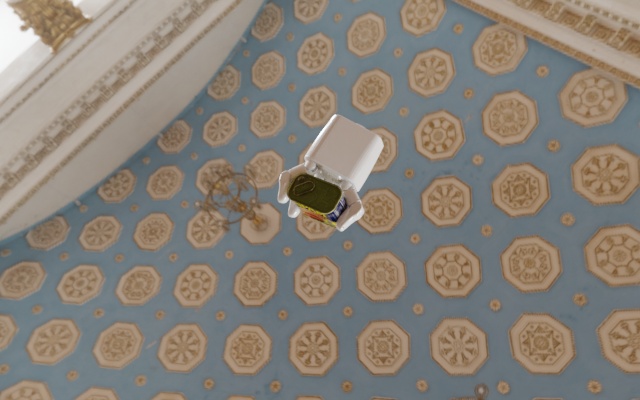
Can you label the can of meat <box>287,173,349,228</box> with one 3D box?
[{"bbox_3d":[0.000,0.003,0.873,0.102,0.057,0.084,22,-15,26],"label":"can of meat"}]
